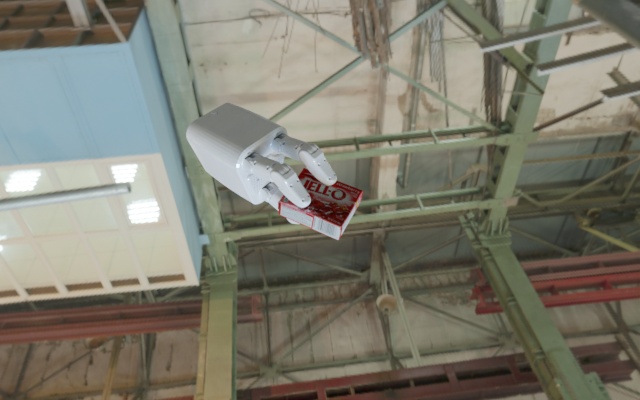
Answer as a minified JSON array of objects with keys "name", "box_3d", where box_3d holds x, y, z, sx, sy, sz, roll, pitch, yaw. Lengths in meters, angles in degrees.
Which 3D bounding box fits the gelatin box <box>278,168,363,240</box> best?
[{"name":"gelatin box","box_3d":[0.000,0.002,0.620,0.089,0.030,0.073,23,48,13]}]
